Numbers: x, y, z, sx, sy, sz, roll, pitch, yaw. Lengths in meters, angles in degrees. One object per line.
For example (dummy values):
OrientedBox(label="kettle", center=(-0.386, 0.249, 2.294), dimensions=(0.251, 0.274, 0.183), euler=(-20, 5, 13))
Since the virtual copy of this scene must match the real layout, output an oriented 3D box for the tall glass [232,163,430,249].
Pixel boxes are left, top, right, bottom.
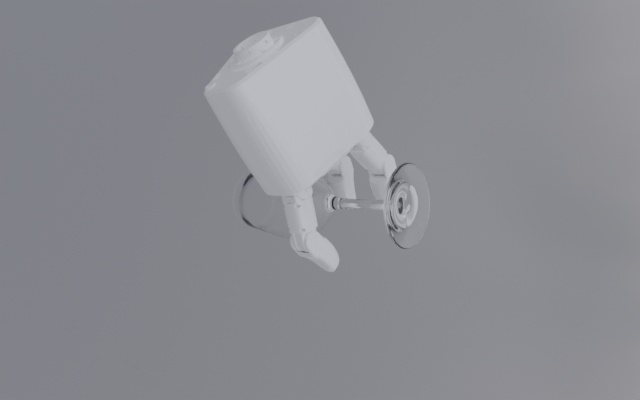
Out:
OrientedBox(label="tall glass", center=(0.001, 0.002, 0.472), dimensions=(0.201, 0.079, 0.079), euler=(2, 1, 41))
